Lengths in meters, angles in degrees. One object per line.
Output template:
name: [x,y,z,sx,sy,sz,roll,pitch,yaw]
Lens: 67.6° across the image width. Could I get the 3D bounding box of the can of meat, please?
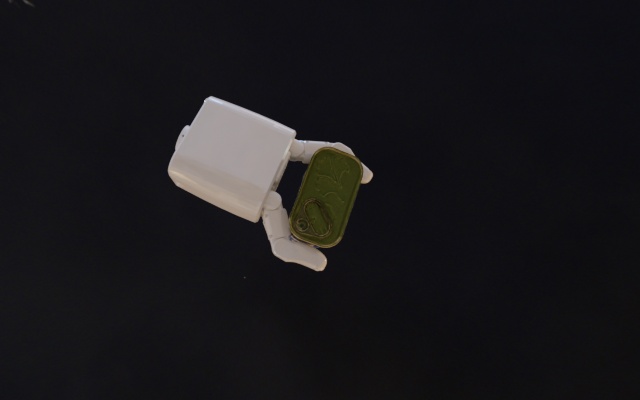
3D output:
can of meat: [0.000,0.002,0.526,0.057,0.102,0.084,20,-11,-6]
